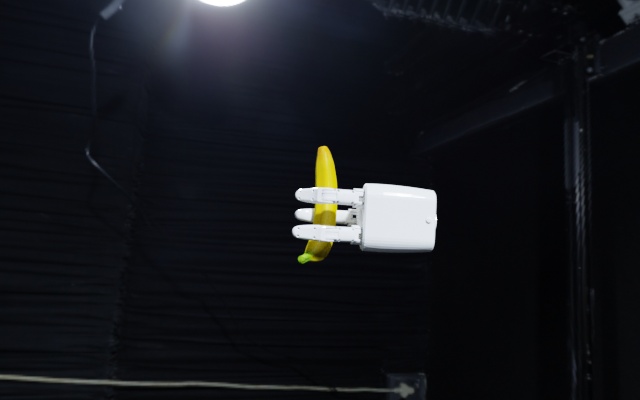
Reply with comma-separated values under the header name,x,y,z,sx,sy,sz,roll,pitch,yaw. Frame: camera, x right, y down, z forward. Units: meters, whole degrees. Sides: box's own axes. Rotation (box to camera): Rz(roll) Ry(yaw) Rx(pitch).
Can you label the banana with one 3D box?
name,x,y,z,sx,sy,sz,roll,pitch,yaw
banana,0.004,0.014,0.742,0.037,0.197,0.070,1,-26,15
